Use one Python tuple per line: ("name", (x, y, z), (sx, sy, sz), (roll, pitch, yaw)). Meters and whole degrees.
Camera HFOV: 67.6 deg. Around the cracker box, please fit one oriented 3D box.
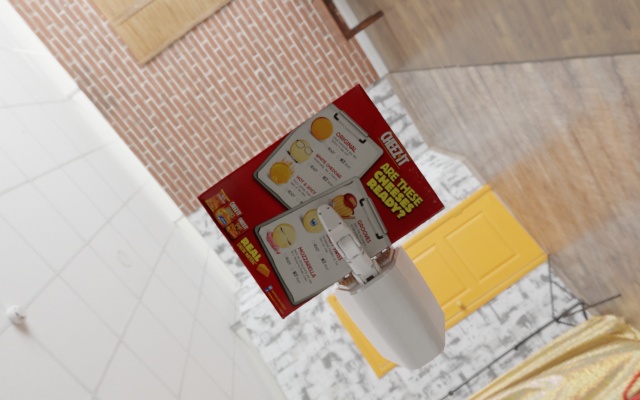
("cracker box", (0.000, 0.002, 0.537), (0.213, 0.164, 0.072), (-35, 2, 1))
